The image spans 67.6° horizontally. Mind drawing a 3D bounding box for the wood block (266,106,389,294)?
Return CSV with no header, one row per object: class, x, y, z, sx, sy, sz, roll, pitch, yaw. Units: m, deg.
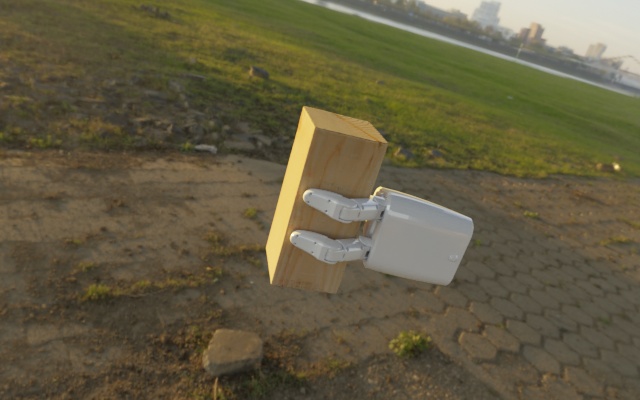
wood block,0.000,0.002,0.595,0.090,0.206,0.090,11,23,-15
